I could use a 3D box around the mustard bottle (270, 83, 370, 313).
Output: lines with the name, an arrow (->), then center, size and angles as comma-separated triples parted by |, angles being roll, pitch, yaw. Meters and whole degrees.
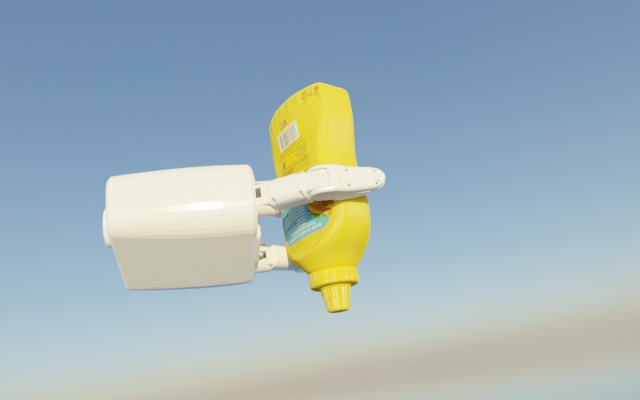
mustard bottle -> 0.000, 0.001, 0.420 | 0.058, 0.191, 0.096 | 7, -26, -36
